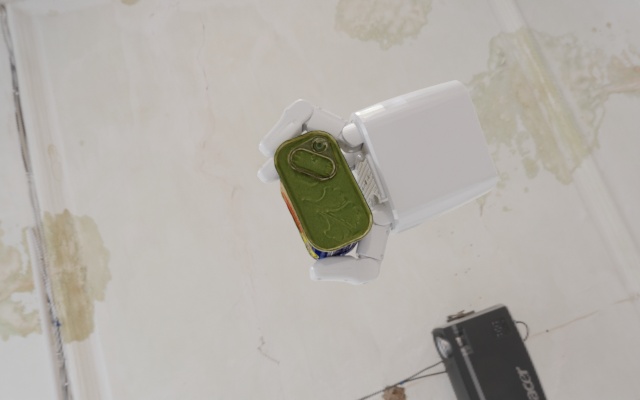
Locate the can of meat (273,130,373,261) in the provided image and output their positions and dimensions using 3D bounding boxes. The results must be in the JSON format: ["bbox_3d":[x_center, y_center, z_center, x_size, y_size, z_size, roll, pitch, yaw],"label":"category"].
[{"bbox_3d":[0.000,0.002,0.429,0.057,0.102,0.084,-23,-14,-9],"label":"can of meat"}]
